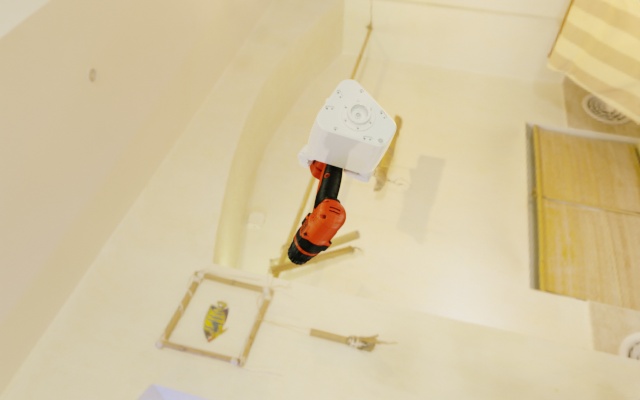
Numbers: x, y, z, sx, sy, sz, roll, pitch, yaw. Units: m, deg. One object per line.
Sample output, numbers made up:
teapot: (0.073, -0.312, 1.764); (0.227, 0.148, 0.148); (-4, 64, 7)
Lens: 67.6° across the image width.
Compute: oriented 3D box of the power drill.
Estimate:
power drill: (0.000, 0.002, 0.801); (0.057, 0.187, 0.184); (19, -34, -15)
